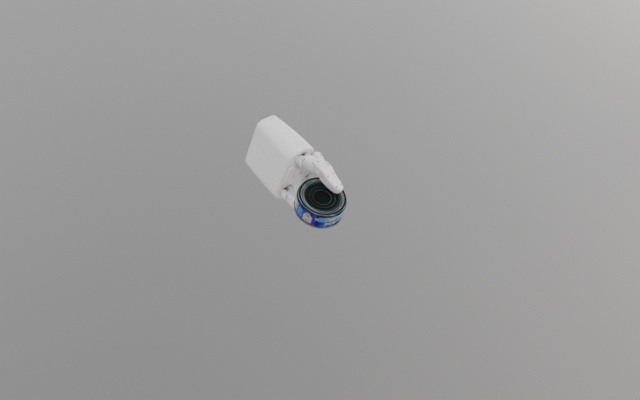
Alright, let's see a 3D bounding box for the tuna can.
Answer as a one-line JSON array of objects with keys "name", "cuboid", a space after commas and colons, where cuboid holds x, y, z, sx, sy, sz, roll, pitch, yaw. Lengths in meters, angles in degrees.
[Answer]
[{"name": "tuna can", "cuboid": [0.000, 0.002, 0.794, 0.086, 0.086, 0.034, 0, -38, -15]}]
